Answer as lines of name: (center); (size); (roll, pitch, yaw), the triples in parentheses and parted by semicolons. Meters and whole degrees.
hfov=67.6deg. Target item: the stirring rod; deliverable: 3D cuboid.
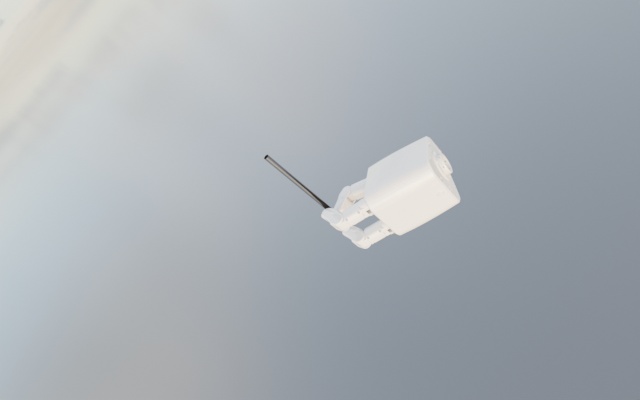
stirring rod: (0.000, 0.002, 0.740); (0.011, 0.011, 0.240); (0, -32, 49)
